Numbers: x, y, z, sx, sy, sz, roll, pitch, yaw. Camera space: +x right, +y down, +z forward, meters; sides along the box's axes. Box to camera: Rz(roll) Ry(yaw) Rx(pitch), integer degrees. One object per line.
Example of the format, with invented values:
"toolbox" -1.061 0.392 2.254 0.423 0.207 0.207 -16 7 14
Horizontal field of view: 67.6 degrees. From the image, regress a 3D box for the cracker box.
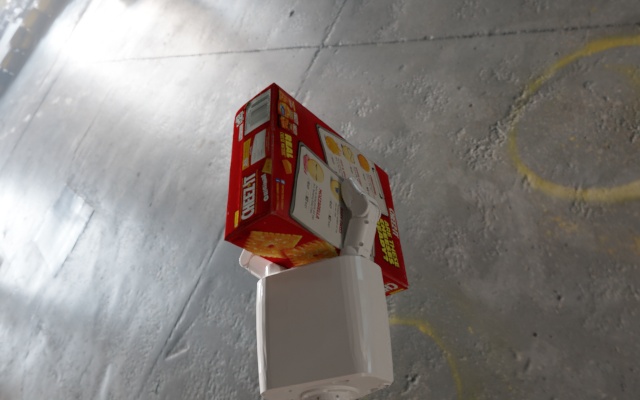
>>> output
"cracker box" 0.000 0.002 0.518 0.072 0.164 0.214 -28 -42 30
